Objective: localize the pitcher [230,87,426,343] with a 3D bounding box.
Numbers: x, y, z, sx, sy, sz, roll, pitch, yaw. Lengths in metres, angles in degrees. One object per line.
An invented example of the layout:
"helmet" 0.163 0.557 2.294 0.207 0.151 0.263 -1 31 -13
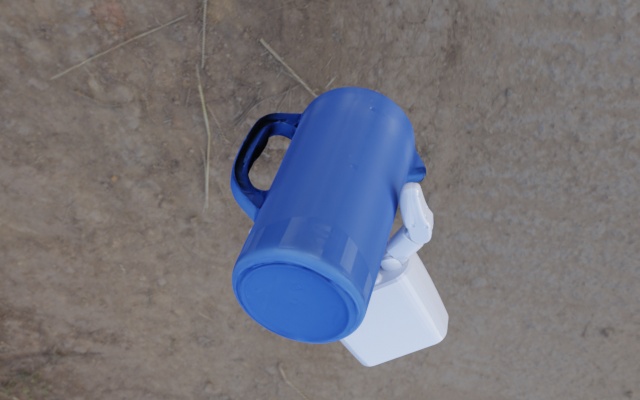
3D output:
"pitcher" 0.000 0.002 0.450 0.149 0.145 0.242 -16 31 29
